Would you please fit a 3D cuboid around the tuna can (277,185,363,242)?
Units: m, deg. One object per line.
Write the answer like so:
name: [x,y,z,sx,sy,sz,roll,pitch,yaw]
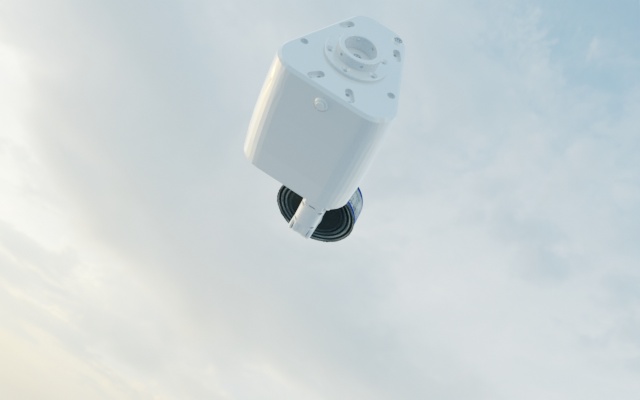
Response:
tuna can: [0.000,0.001,0.497,0.086,0.086,0.033,0,40,31]
